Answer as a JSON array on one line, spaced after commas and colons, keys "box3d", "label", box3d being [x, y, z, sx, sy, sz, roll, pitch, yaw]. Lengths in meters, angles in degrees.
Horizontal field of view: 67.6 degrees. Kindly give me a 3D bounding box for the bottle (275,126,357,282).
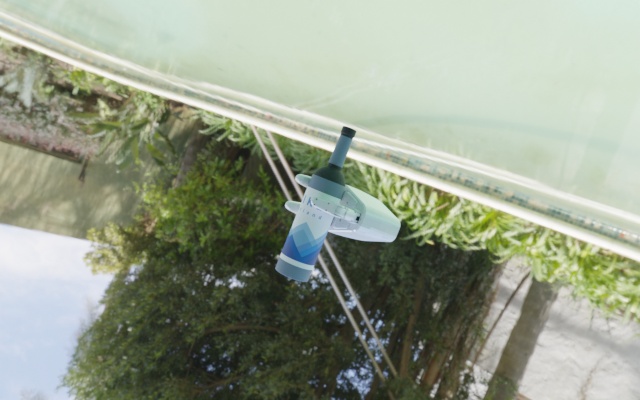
[{"box3d": [0.000, 0.003, 0.892, 0.069, 0.296, 0.069, 22, 2, -1], "label": "bottle"}]
